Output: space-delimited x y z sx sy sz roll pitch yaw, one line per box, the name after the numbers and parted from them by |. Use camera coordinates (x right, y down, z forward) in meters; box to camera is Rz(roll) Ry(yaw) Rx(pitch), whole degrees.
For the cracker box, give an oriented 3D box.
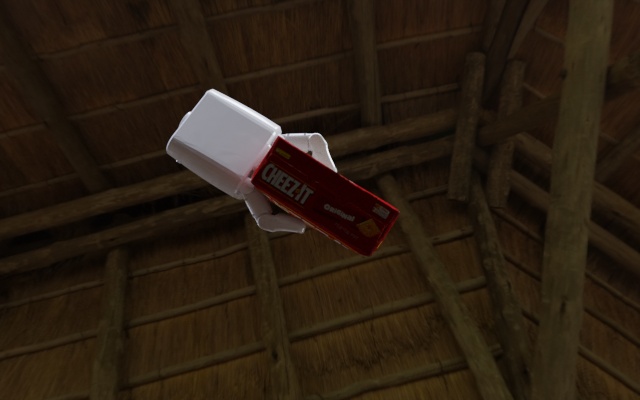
0.000 0.002 0.636 0.164 0.072 0.214 32 -3 0 | cracker box
